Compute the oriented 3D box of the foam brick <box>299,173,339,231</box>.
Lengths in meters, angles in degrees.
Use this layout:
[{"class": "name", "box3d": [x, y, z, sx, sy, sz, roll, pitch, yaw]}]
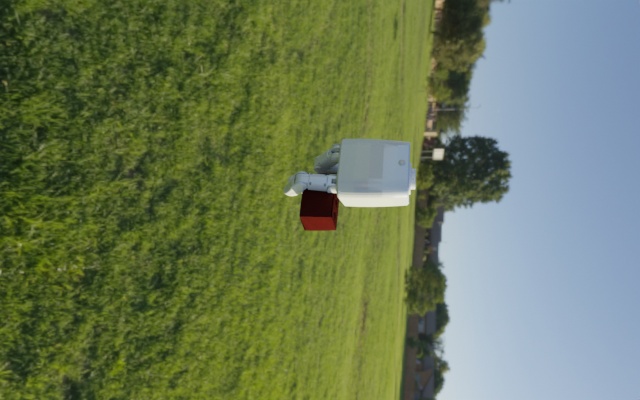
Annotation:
[{"class": "foam brick", "box3d": [0.000, 0.003, 0.745, 0.051, 0.078, 0.053, 2, -26, 10]}]
